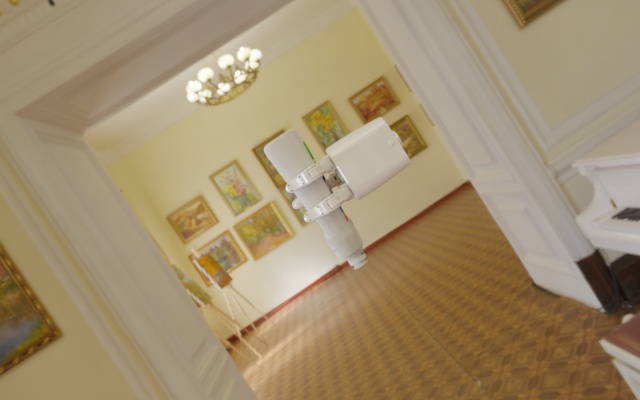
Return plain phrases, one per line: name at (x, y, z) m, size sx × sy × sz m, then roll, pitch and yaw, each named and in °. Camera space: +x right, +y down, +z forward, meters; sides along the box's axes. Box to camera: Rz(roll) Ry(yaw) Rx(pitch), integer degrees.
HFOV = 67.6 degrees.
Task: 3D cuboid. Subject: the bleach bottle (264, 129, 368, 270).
bleach bottle at (0.000, 0.003, 0.806) m, size 0.068 × 0.251 × 0.102 m, roll -33°, pitch 2°, yaw 2°
